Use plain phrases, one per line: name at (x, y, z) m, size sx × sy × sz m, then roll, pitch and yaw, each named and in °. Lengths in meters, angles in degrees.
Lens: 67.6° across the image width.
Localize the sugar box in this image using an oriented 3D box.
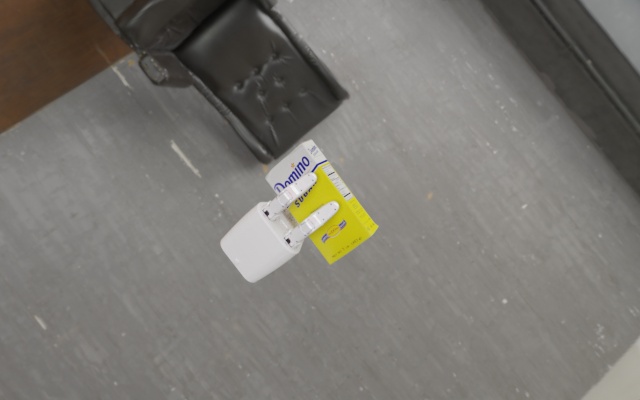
sugar box at (0.000, 0.003, 0.748) m, size 0.093 × 0.176 × 0.048 m, roll -39°, pitch -1°, yaw 28°
